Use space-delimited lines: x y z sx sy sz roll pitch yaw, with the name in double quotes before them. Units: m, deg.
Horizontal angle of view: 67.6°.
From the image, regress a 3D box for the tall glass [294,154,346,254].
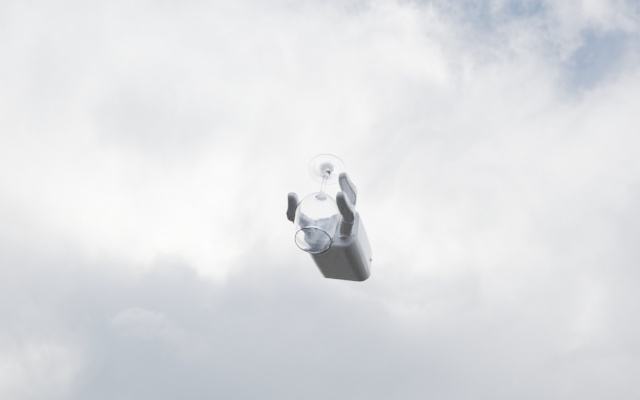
"tall glass" 0.000 0.002 0.856 0.079 0.079 0.201 0 39 10
